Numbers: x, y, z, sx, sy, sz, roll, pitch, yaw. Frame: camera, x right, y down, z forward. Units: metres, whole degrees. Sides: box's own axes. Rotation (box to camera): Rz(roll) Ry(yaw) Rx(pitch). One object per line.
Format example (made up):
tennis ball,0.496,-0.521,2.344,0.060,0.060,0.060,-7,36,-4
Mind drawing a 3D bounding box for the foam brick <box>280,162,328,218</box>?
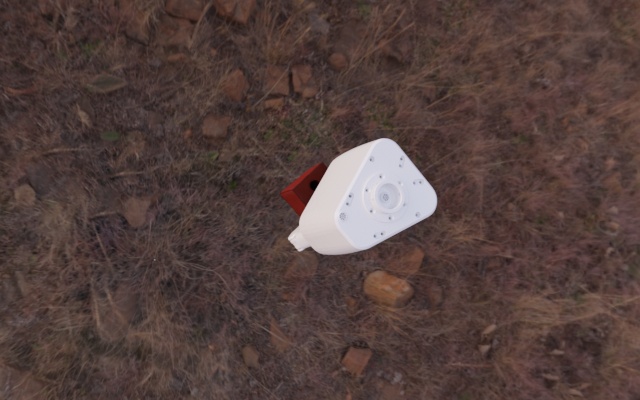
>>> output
foam brick,0.000,0.002,0.575,0.053,0.078,0.051,-43,8,-19
